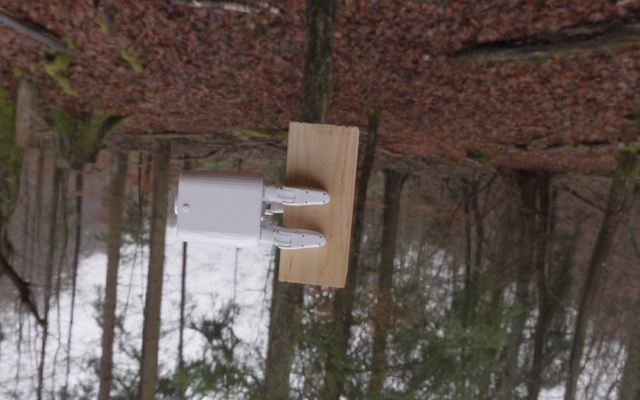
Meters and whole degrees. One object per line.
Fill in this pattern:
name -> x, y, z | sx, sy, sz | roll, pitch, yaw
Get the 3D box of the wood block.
wood block -> 0.000, 0.002, 0.651 | 0.090, 0.206, 0.091 | 5, 6, 4
